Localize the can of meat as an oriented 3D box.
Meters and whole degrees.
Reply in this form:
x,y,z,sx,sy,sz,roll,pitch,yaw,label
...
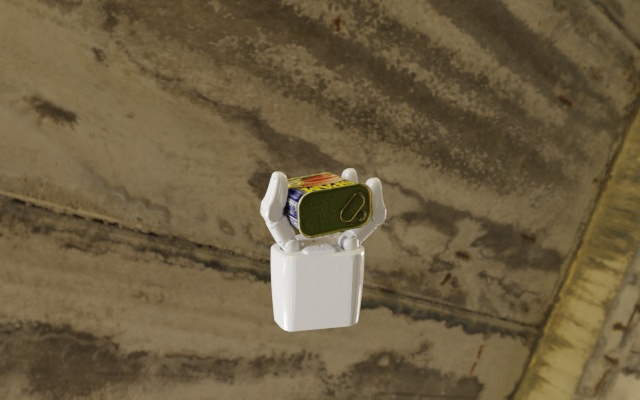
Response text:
x,y,z,sx,sy,sz,roll,pitch,yaw,label
0.000,0.002,0.602,0.102,0.057,0.084,-11,19,-27,can of meat
